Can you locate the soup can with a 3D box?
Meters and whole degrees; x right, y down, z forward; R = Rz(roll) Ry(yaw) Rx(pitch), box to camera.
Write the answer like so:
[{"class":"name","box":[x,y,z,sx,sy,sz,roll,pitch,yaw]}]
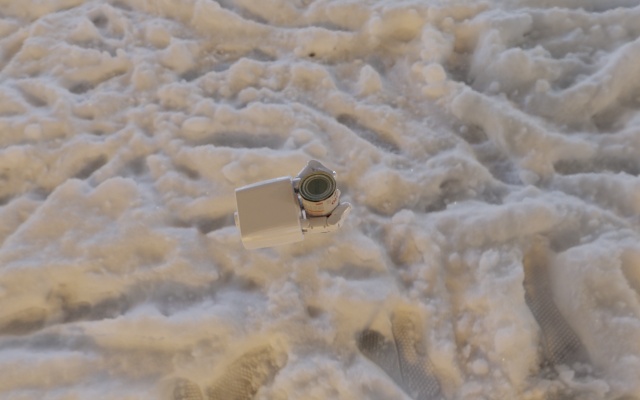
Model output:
[{"class":"soup can","box":[0.001,0.003,0.858,0.068,0.068,0.102,0,-35,9]}]
